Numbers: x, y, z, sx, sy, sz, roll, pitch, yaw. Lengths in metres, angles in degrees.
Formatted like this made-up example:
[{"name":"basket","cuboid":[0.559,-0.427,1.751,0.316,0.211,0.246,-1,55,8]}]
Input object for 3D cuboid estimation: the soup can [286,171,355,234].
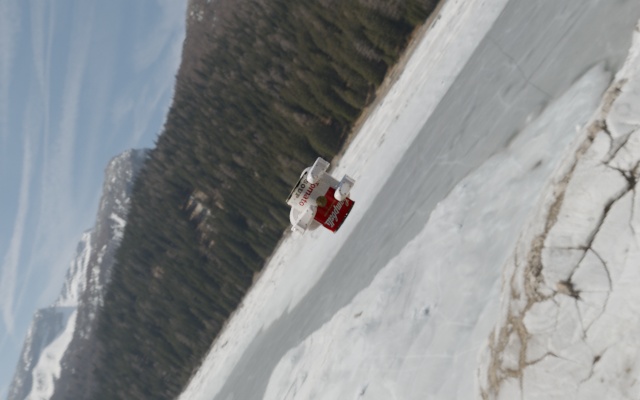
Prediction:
[{"name":"soup can","cuboid":[0.000,0.003,0.831,0.102,0.068,0.068,33,-1,-1]}]
